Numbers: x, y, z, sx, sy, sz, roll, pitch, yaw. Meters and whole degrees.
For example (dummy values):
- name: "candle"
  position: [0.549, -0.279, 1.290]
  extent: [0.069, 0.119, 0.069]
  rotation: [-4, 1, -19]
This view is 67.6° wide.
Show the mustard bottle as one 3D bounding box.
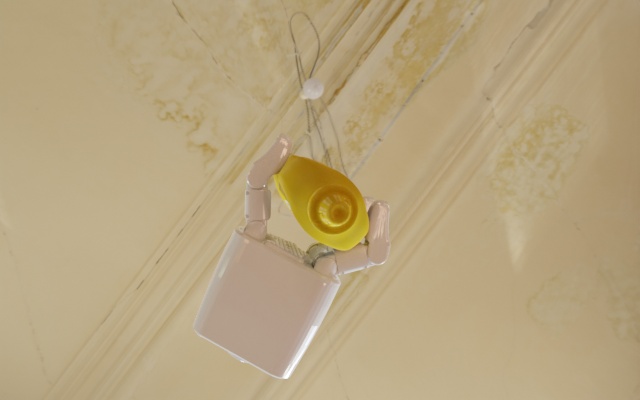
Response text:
- name: "mustard bottle"
  position: [0.000, 0.001, 0.452]
  extent: [0.058, 0.096, 0.191]
  rotation: [-40, 9, -2]
